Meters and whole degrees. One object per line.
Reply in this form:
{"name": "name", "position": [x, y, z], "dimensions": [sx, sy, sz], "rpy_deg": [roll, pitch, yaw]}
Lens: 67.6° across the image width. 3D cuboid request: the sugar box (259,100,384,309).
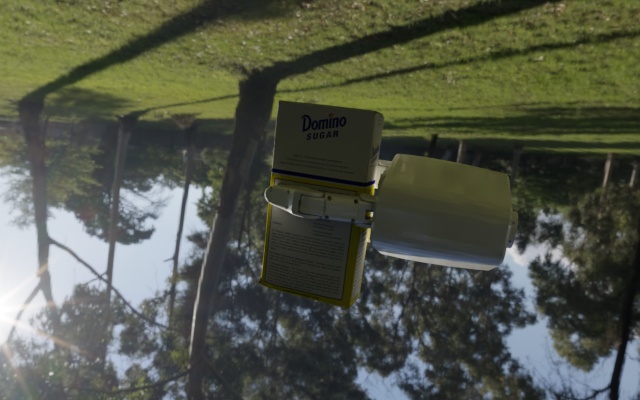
{"name": "sugar box", "position": [0.000, 0.002, 0.443], "dimensions": [0.093, 0.176, 0.048], "rpy_deg": [11, 8, 18]}
